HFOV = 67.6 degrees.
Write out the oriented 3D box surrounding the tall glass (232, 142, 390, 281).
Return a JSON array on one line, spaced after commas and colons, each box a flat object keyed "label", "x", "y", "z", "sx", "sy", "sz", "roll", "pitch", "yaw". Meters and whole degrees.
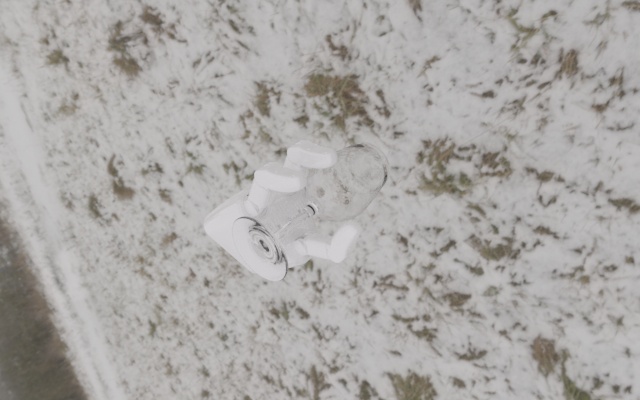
[{"label": "tall glass", "x": 0.000, "y": 0.002, "z": 0.530, "sx": 0.079, "sy": 0.079, "sz": 0.201, "roll": 0, "pitch": 28, "yaw": 44}]
